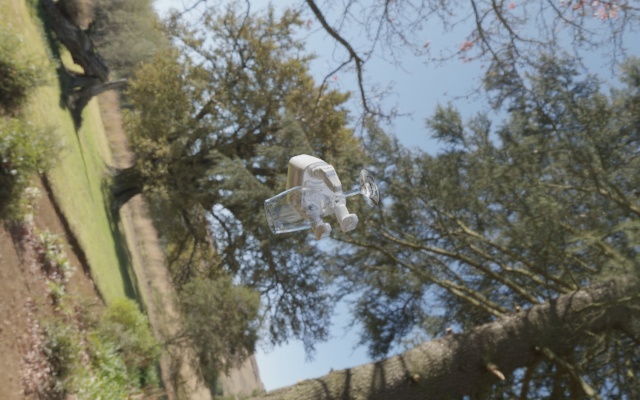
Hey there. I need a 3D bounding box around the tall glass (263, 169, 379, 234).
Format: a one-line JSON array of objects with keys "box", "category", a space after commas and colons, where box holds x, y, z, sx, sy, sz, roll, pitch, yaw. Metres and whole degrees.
[{"box": [0.001, 0.003, 0.871, 0.201, 0.079, 0.079, -17, 5, -17], "category": "tall glass"}]
